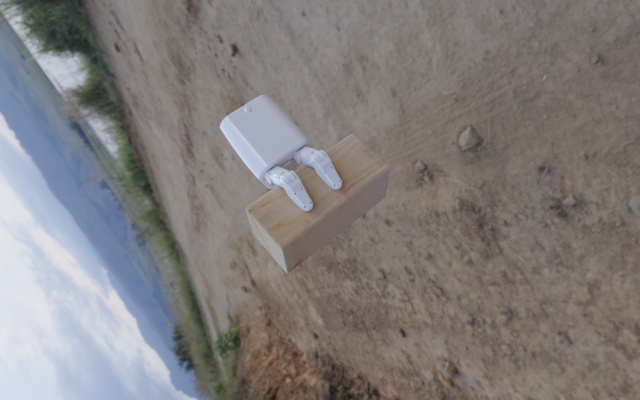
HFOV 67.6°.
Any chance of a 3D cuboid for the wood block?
[{"bbox_3d":[0.000,0.002,0.730,0.206,0.090,0.091,-37,-25,-18],"label":"wood block"}]
